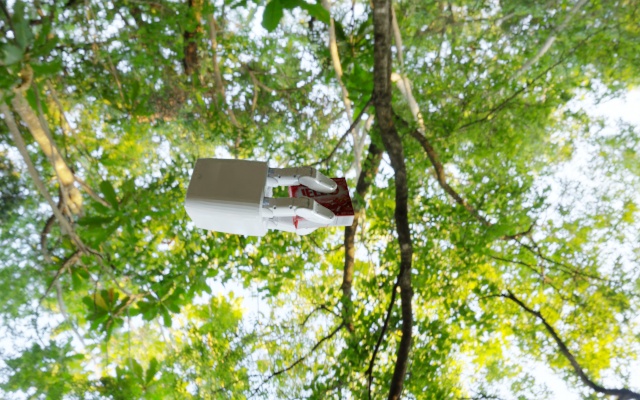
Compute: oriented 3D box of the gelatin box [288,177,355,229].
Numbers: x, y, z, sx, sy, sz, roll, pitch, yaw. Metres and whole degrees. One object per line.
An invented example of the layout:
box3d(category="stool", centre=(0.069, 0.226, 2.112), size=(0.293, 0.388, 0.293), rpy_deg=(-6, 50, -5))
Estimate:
box3d(category="gelatin box", centre=(0.000, 0.003, 0.708), size=(0.089, 0.073, 0.030), rpy_deg=(-3, -36, -12))
